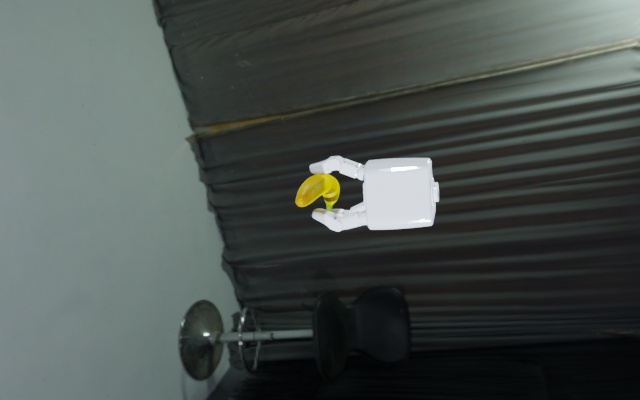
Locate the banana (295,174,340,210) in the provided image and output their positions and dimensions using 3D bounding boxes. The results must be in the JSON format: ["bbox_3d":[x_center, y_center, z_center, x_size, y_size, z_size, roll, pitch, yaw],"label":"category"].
[{"bbox_3d":[0.003,-0.015,0.848,0.037,0.069,0.198,3,-5,18],"label":"banana"}]
